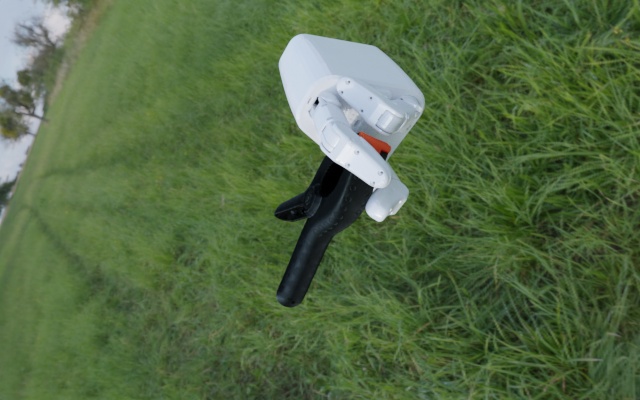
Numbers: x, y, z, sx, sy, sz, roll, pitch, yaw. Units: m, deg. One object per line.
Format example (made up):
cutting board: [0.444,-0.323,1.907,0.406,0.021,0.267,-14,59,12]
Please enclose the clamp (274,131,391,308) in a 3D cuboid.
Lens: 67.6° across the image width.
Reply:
clamp: [0.000,0.001,0.433,0.039,0.171,0.120,18,32,-30]
